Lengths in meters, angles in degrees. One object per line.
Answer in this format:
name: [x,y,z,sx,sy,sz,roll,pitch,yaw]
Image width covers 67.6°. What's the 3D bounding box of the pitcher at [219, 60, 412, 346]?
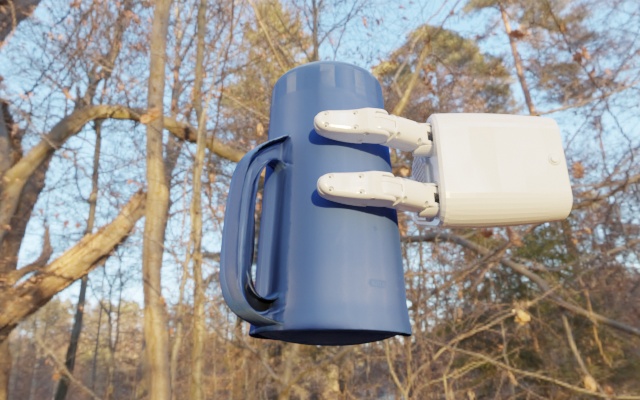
pitcher: [0.000,0.001,0.421,0.145,0.242,0.149,-1,-19,0]
